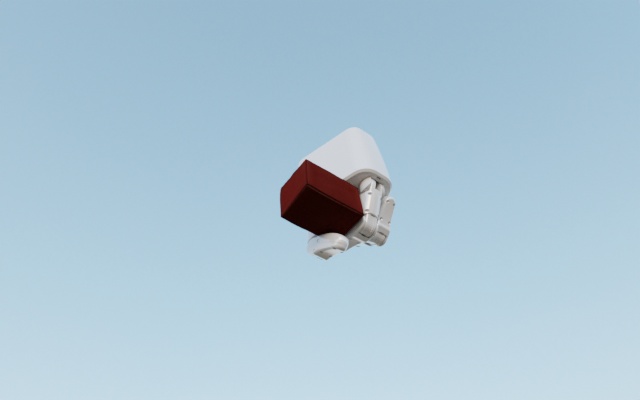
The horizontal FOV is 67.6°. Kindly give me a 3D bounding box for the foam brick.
[{"bbox_3d":[0.000,0.002,0.529,0.078,0.053,0.051,28,31,-25],"label":"foam brick"}]
